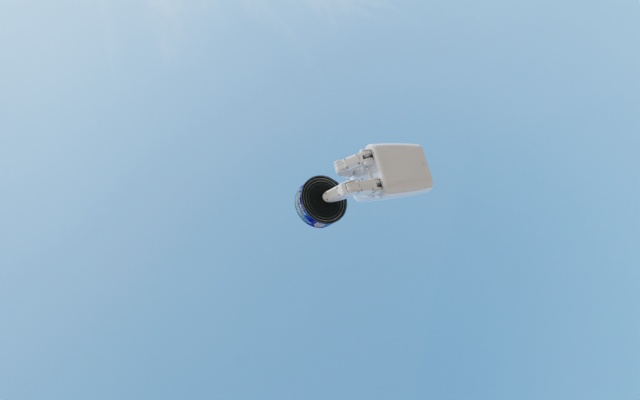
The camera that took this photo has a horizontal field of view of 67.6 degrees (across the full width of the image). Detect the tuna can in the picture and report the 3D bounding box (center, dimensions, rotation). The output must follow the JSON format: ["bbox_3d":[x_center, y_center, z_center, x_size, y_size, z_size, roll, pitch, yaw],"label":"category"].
[{"bbox_3d":[0.000,0.003,0.810,0.086,0.086,0.034,0,-18,-27],"label":"tuna can"}]
